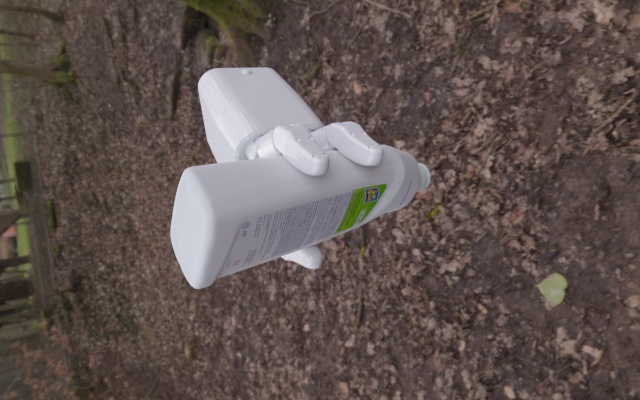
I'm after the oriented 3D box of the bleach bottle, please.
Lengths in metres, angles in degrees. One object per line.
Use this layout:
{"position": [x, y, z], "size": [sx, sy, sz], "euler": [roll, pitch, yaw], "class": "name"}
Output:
{"position": [0.000, 0.001, 0.434], "size": [0.251, 0.068, 0.103], "euler": [-12, -36, -34], "class": "bleach bottle"}
